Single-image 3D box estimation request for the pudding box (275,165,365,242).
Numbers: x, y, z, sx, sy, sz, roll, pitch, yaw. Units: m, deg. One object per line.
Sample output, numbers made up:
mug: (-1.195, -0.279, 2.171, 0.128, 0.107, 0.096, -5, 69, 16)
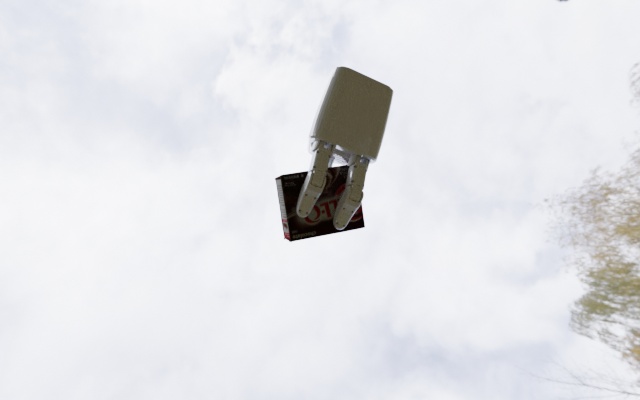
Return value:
pudding box: (0.000, 0.002, 0.652, 0.113, 0.090, 0.039, -10, 3, -18)
